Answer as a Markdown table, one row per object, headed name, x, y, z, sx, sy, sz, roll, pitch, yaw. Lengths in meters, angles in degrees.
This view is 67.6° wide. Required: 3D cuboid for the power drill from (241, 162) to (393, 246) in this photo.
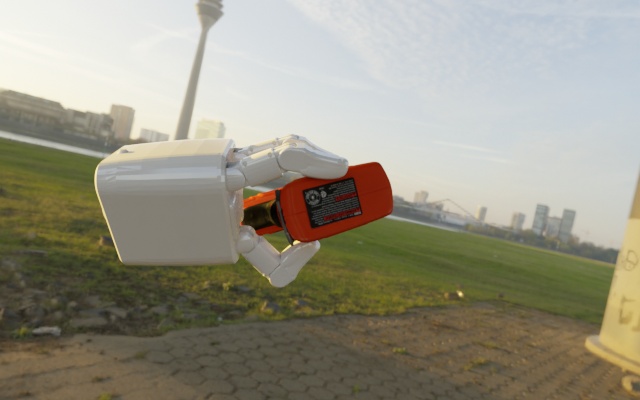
| name | x | y | z | sx | sy | sz | roll | pitch | yaw |
| --- | --- | --- | --- | --- | --- | --- | --- | --- | --- |
| power drill | 0.000 | 0.002 | 0.509 | 0.184 | 0.057 | 0.187 | -18 | 2 | -21 |
